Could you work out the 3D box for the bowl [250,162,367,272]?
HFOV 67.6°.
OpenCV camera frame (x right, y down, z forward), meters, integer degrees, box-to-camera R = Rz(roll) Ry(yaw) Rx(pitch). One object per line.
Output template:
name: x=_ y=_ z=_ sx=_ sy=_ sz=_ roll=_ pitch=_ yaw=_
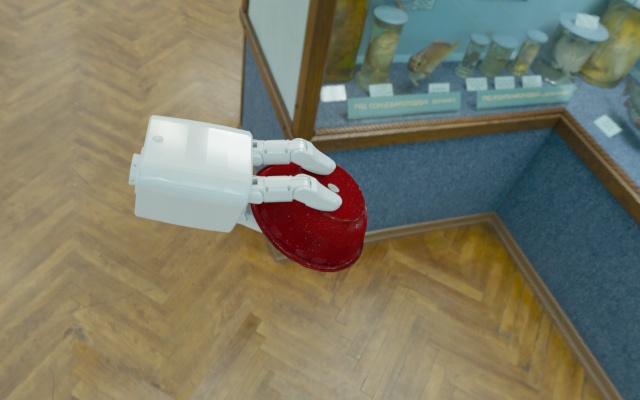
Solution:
bowl: x=0.001 y=0.002 z=0.567 sx=0.162 sy=0.162 sz=0.055 roll=0 pitch=-36 yaw=-41
